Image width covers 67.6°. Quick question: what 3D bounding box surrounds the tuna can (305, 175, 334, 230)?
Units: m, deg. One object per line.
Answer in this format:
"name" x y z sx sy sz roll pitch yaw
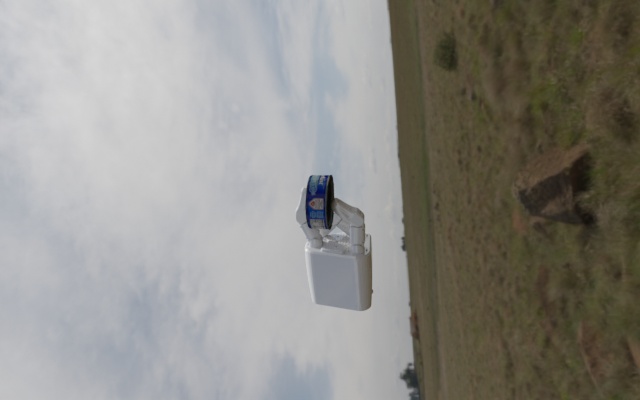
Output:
"tuna can" 0.000 0.002 0.741 0.034 0.086 0.086 2 0 9
